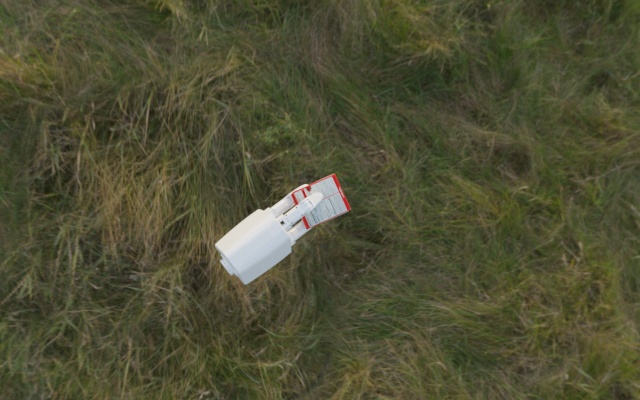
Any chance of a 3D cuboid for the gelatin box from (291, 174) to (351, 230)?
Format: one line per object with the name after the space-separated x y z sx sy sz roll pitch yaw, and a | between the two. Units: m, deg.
0.001 0.003 0.871 0.089 0.073 0.030 -24 -3 -10 | gelatin box
